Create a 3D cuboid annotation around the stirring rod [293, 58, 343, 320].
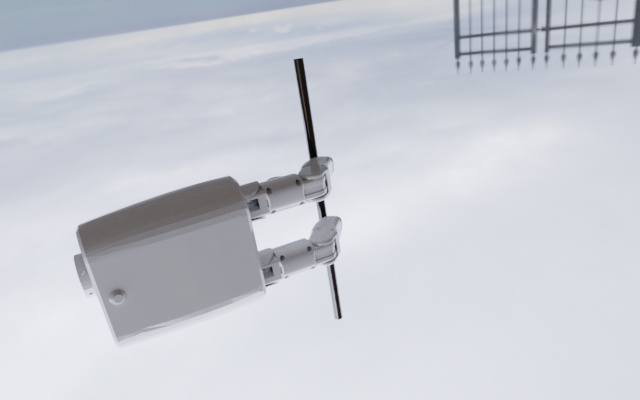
[{"bbox_3d":[0.000,0.001,0.412,0.011,0.240,0.011,-8,22,3],"label":"stirring rod"}]
